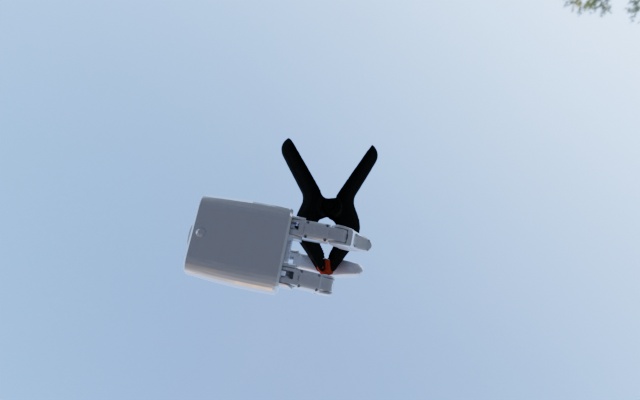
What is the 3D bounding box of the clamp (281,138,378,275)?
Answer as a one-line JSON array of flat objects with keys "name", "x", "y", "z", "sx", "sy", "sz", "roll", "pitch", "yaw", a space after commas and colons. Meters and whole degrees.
[{"name": "clamp", "x": 0.000, "y": 0.002, "z": 0.582, "sx": 0.120, "sy": 0.171, "sz": 0.039, "roll": 11, "pitch": -14, "yaw": 0}]
